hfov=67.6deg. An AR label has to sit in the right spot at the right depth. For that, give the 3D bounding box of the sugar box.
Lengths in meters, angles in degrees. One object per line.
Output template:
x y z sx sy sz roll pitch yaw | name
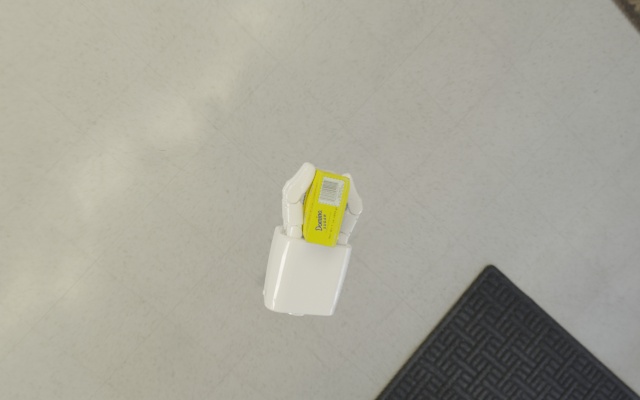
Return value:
0.000 0.002 0.686 0.048 0.093 0.176 13 4 -10 | sugar box
